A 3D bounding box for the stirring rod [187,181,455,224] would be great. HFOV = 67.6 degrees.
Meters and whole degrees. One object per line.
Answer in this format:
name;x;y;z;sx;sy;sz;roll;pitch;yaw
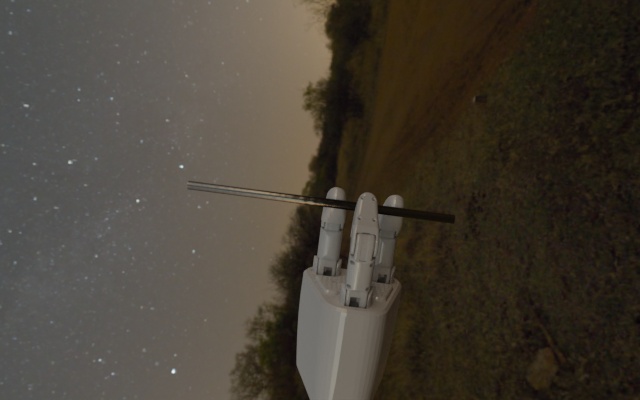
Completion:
stirring rod;0.000;0.001;0.429;0.239;0.011;0.011;7;0;1
